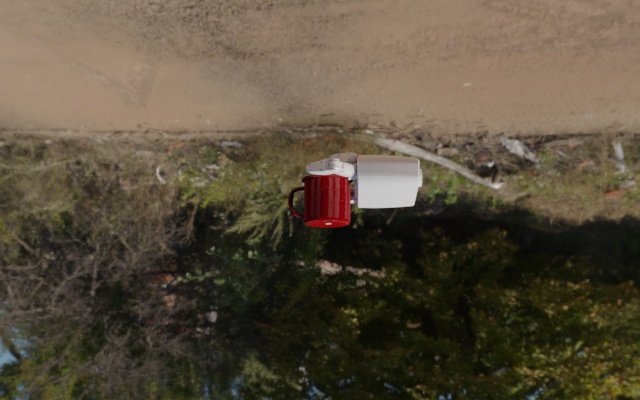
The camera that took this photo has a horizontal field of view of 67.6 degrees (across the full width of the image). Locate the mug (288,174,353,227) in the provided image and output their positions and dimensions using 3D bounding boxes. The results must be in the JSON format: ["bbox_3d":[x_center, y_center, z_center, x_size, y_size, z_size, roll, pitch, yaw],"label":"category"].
[{"bbox_3d":[-0.001,0.003,0.847,0.117,0.081,0.093,-1,-11,6],"label":"mug"}]
